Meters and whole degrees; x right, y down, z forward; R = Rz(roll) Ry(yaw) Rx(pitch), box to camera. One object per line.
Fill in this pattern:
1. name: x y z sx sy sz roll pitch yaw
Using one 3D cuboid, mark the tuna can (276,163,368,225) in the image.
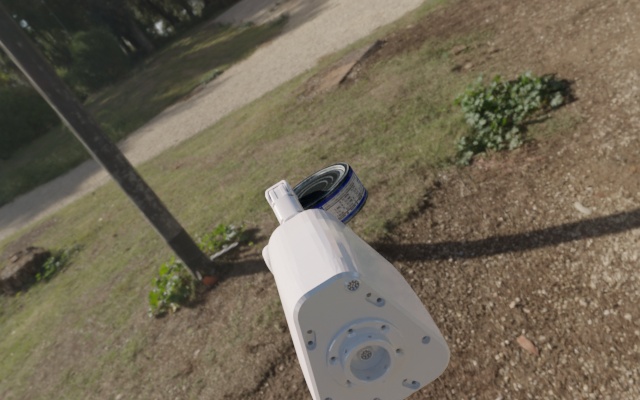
1. tuna can: 0.000 0.001 0.452 0.086 0.034 0.086 -31 19 12
